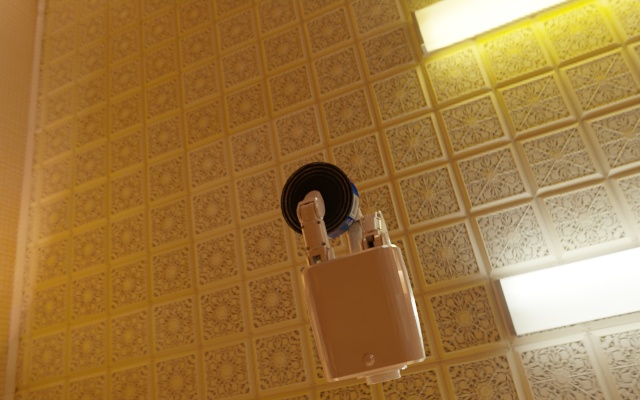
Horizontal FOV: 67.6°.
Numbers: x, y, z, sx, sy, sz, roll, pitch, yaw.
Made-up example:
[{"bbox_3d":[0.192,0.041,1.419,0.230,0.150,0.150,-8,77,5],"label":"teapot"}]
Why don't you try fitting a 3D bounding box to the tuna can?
[{"bbox_3d":[0.000,0.002,0.543,0.086,0.086,0.034,0,-13,20],"label":"tuna can"}]
